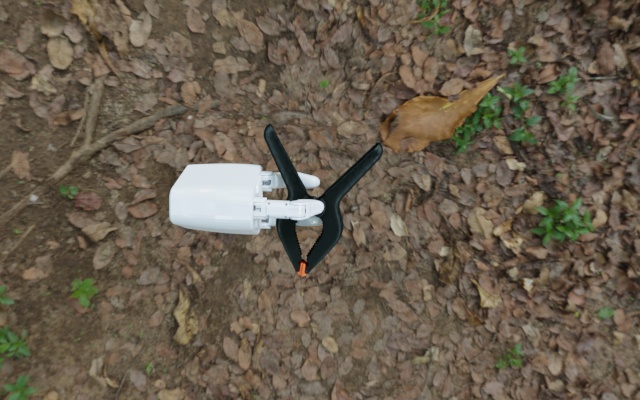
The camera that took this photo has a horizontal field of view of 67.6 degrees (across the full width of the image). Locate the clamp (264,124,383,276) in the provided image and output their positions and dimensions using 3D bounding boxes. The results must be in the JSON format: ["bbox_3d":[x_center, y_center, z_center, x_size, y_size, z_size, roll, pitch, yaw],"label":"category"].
[{"bbox_3d":[0.000,0.003,0.667,0.164,0.210,0.036,3,9,0],"label":"clamp"}]
